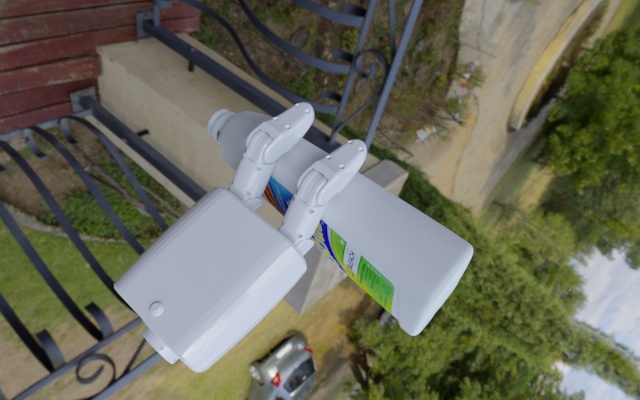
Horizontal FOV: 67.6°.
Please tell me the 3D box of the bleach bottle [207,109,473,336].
[{"bbox_3d":[0.000,0.001,0.404,0.250,0.068,0.103,37,-21,22],"label":"bleach bottle"}]
